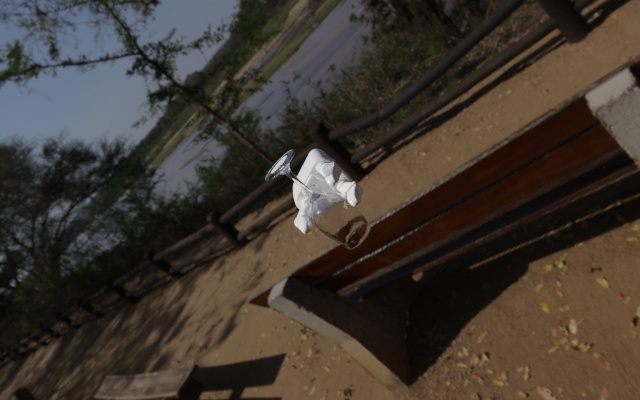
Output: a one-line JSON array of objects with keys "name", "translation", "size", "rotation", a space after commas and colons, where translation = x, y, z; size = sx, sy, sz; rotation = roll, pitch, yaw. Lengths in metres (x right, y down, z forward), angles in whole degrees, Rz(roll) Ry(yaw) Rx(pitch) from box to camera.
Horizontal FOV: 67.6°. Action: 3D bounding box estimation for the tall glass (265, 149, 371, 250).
[{"name": "tall glass", "translation": [0.000, 0.002, 0.850], "size": [0.201, 0.079, 0.079], "rotation": [42, -16, -18]}]
